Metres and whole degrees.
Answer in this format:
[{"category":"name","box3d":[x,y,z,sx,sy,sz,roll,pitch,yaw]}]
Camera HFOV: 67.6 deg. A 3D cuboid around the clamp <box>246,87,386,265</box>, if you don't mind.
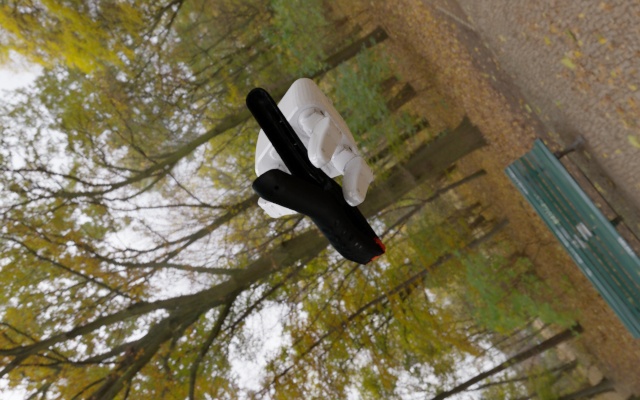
[{"category":"clamp","box3d":[0.000,0.002,0.449,0.036,0.210,0.164,-33,28,15]}]
